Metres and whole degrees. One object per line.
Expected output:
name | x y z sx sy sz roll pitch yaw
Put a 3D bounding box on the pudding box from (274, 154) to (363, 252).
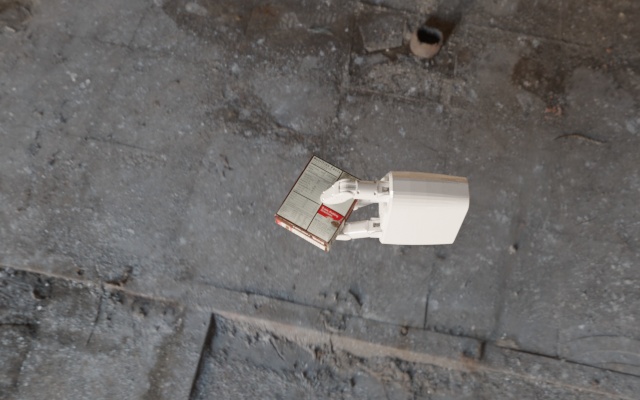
pudding box | 0.000 0.002 0.687 0.090 0.113 0.039 29 -20 10
